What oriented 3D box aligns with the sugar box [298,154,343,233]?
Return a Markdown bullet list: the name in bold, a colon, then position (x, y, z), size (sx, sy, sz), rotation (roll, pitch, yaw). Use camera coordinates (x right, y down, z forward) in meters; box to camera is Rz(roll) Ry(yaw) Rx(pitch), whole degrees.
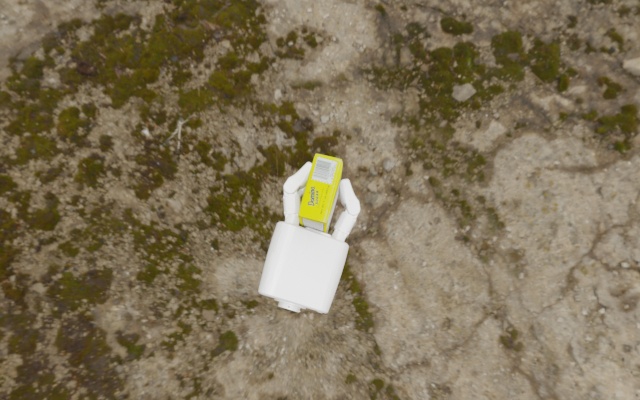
- **sugar box**: position (0.000, 0.002, 0.719), size (0.048, 0.093, 0.176), rotation (16, -13, 1)
